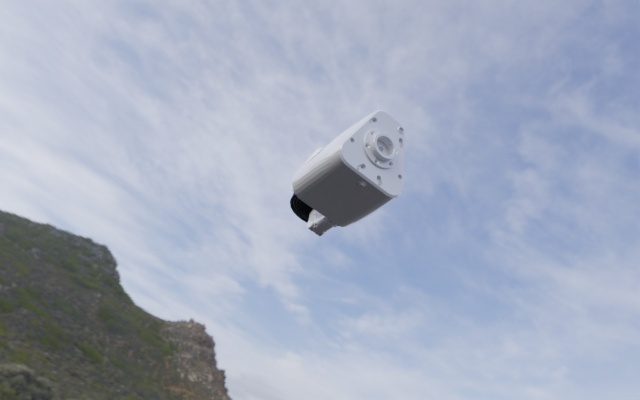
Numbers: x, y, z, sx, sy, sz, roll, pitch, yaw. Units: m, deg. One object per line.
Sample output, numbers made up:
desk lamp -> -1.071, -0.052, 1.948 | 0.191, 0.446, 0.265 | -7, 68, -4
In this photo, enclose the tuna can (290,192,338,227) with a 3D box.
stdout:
tuna can -> 0.000, 0.002, 0.709 | 0.086, 0.033, 0.086 | 13, -35, 10
